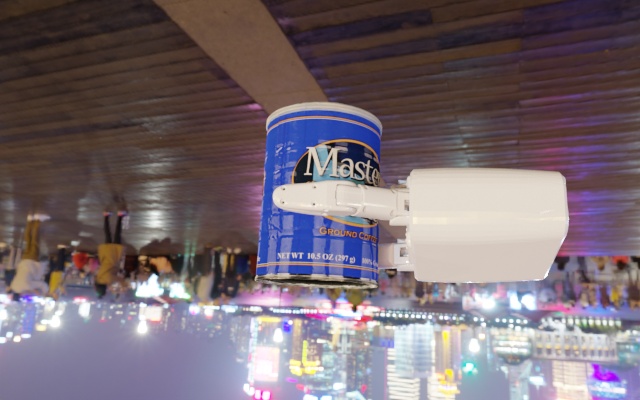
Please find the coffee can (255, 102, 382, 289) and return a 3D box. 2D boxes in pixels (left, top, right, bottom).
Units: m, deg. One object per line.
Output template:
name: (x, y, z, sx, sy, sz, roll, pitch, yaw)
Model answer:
coffee can: (0.000, 0.001, 0.410, 0.103, 0.140, 0.103, 3, -13, 1)
